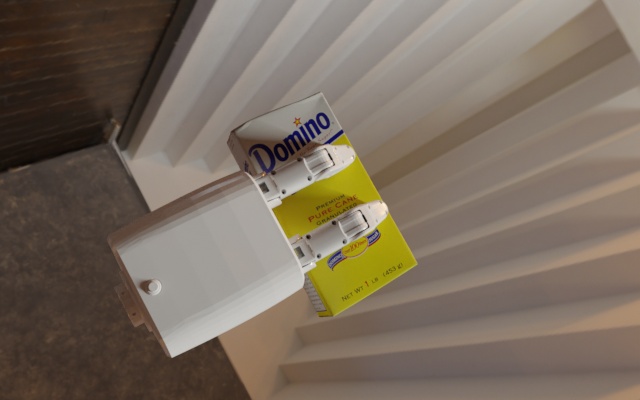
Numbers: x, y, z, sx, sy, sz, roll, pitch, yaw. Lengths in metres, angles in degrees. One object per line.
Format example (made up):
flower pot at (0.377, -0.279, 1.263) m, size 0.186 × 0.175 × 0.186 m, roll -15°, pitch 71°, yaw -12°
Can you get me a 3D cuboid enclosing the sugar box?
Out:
sugar box at (0.000, 0.001, 0.418) m, size 0.093 × 0.176 × 0.048 m, roll -28°, pitch -2°, yaw -21°
